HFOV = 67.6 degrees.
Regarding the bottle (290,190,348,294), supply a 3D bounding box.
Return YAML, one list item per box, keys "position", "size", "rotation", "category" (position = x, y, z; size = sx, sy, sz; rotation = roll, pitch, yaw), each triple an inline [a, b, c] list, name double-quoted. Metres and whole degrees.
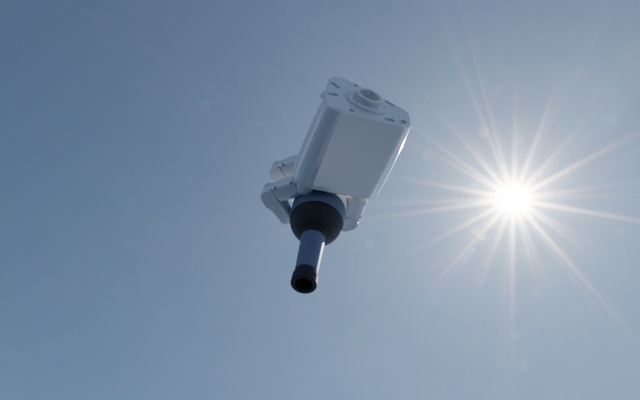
- position: [0.000, 0.002, 0.606]
  size: [0.069, 0.069, 0.295]
  rotation: [0, 35, 8]
  category: "bottle"
